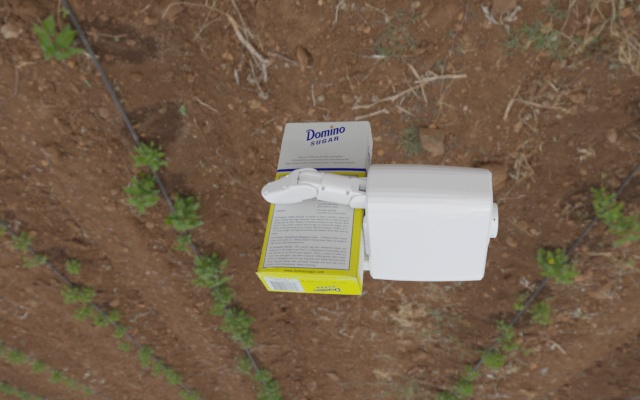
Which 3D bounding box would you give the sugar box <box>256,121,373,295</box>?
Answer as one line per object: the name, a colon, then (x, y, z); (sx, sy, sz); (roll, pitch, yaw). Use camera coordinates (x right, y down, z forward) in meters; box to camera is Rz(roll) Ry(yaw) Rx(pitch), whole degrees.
sugar box: (0.000, 0.002, 0.472); (0.093, 0.176, 0.048); (1, -34, 12)
